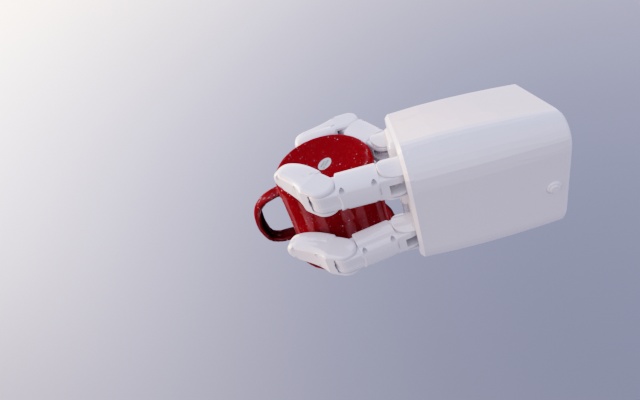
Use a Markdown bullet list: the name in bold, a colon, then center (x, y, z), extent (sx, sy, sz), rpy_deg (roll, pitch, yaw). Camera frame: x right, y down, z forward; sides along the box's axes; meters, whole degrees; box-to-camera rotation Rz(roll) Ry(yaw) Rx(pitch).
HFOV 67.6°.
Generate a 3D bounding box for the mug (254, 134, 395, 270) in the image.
- **mug**: center (-0.001, 0.002, 0.407), extent (0.117, 0.082, 0.093), rpy_deg (-15, 39, 6)
